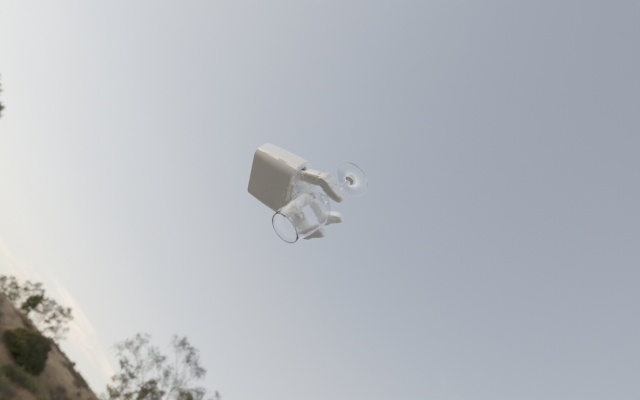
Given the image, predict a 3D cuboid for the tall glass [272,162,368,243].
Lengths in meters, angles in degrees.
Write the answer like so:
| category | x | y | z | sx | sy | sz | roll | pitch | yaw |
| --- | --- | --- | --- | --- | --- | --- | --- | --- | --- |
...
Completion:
| category | x | y | z | sx | sy | sz | roll | pitch | yaw |
| --- | --- | --- | --- | --- | --- | --- | --- | --- | --- |
| tall glass | 0.001 | 0.003 | 0.895 | 0.079 | 0.079 | 0.201 | 0 | 28 | 46 |
